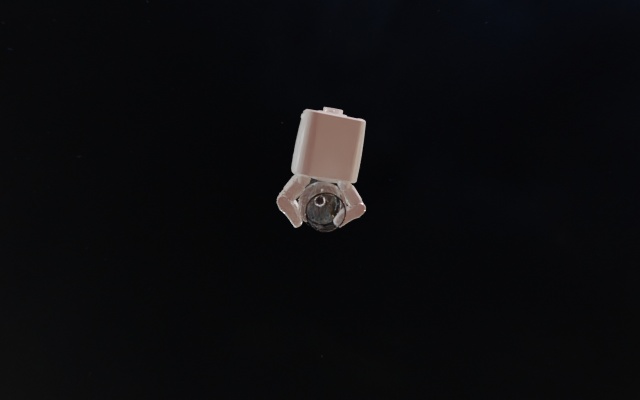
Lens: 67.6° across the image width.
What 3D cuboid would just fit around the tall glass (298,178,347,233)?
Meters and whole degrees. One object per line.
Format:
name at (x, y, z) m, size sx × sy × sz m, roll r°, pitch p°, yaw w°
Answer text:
tall glass at (0.000, 0.003, 0.811) m, size 0.079 × 0.079 × 0.201 m, roll 0°, pitch 9°, yaw -5°
